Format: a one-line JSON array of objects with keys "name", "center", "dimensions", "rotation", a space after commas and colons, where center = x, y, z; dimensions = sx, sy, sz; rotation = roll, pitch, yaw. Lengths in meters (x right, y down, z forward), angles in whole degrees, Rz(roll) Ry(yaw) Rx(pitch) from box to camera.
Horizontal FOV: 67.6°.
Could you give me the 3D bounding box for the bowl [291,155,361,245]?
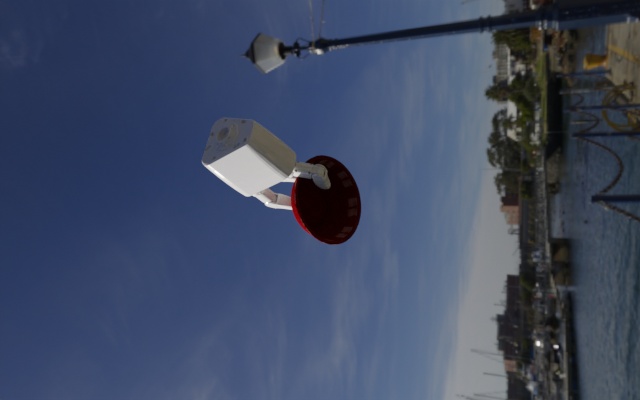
[{"name": "bowl", "center": [0.001, 0.004, 0.866], "dimensions": [0.162, 0.162, 0.055], "rotation": [0, -11, -43]}]
